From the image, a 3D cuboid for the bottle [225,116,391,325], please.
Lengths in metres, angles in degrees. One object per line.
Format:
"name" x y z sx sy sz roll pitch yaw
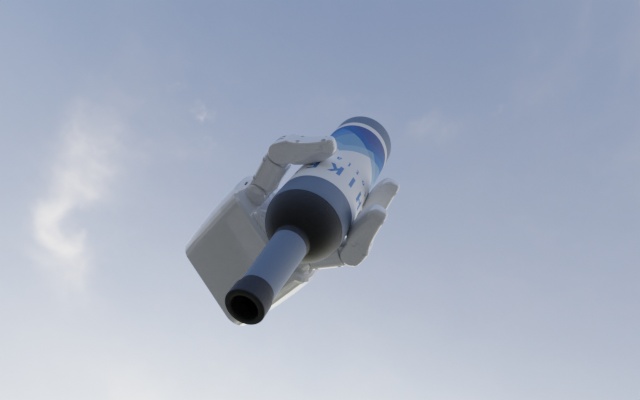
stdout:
"bottle" 0.000 0.001 0.415 0.069 0.069 0.295 0 26 21
